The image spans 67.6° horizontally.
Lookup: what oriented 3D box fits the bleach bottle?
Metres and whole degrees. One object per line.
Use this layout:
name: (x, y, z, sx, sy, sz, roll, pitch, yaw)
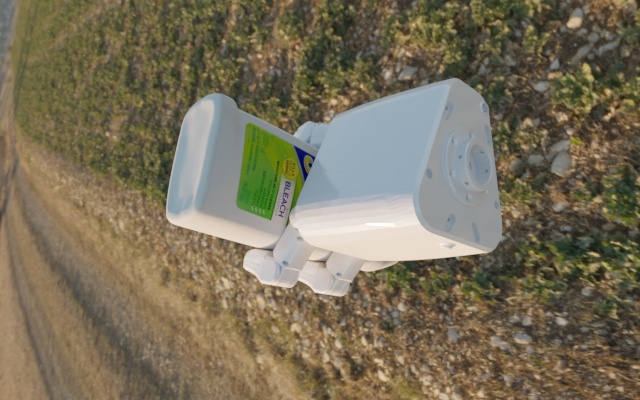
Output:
bleach bottle: (0.000, 0.001, 0.419, 0.251, 0.102, 0.068, 18, -18, -37)
